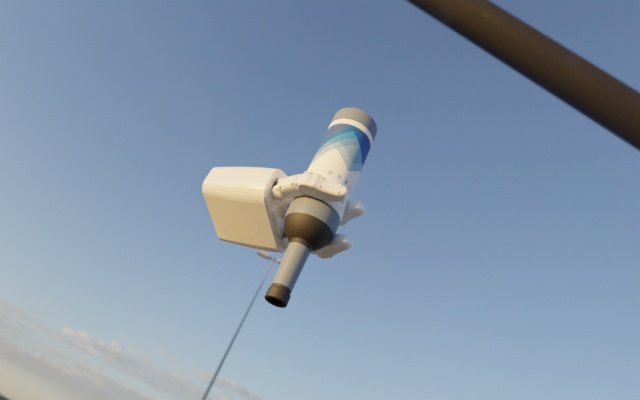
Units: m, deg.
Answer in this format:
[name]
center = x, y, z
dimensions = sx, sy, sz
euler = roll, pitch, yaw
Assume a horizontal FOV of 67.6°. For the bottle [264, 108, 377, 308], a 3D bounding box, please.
[bottle]
center = 0.000, 0.002, 0.616
dimensions = 0.069, 0.295, 0.069
euler = 17, -34, 12
